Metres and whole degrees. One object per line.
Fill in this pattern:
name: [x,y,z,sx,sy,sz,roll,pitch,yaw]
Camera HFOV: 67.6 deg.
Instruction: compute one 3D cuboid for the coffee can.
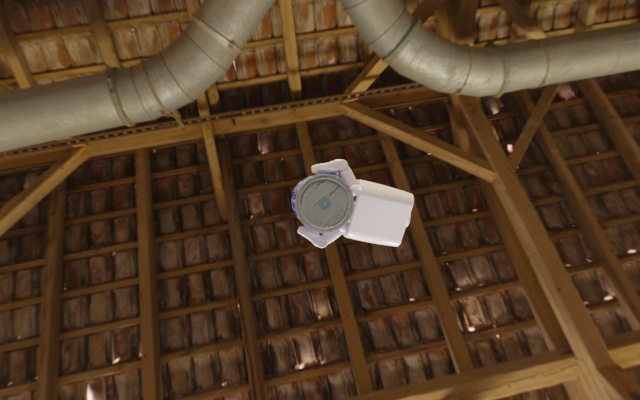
coffee can: [0.000,0.003,0.890,0.103,0.103,0.140,0,2,-6]
